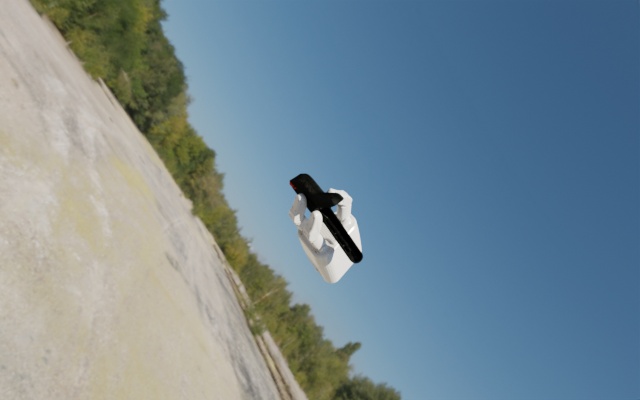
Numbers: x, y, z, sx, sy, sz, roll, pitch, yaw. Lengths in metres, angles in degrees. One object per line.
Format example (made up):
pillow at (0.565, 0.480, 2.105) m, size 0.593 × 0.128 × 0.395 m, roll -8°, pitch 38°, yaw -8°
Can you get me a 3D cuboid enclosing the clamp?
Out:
clamp at (0.001, 0.002, 0.864) m, size 0.036 × 0.165 × 0.210 m, roll -32°, pitch 50°, yaw -13°
